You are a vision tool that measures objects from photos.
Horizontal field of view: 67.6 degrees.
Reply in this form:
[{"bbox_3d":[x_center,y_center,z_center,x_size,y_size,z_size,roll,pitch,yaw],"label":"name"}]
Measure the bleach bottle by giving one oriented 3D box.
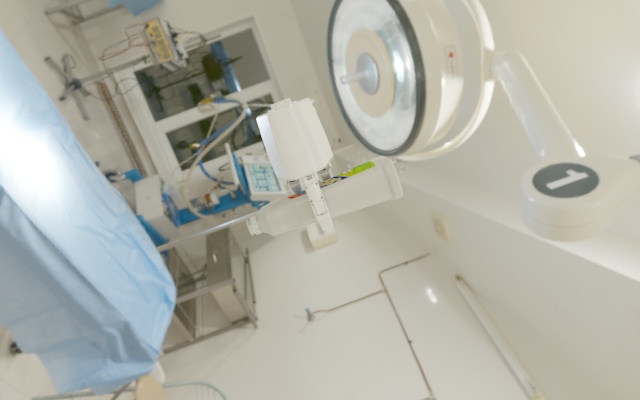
[{"bbox_3d":[0.000,0.003,0.778,0.251,0.068,0.102,-21,12,0],"label":"bleach bottle"}]
